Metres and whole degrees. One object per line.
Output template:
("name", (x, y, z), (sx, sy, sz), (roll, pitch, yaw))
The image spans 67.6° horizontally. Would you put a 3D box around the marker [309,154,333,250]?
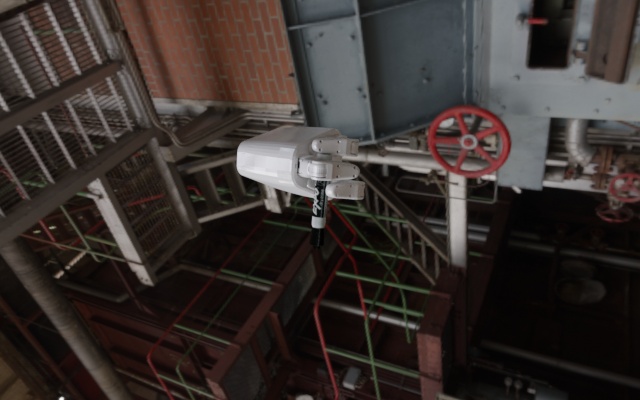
("marker", (0.000, 0.002, 0.602), (0.020, 0.121, 0.020), (5, 7, -1))
